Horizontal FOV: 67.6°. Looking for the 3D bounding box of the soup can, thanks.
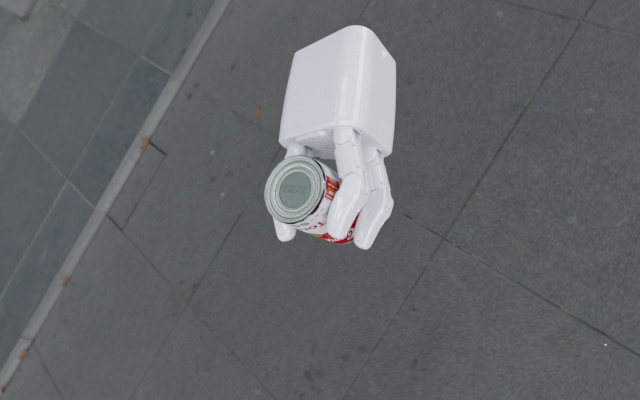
[{"bbox_3d":[0.000,0.002,0.477,0.068,0.068,0.102,0,-15,31],"label":"soup can"}]
